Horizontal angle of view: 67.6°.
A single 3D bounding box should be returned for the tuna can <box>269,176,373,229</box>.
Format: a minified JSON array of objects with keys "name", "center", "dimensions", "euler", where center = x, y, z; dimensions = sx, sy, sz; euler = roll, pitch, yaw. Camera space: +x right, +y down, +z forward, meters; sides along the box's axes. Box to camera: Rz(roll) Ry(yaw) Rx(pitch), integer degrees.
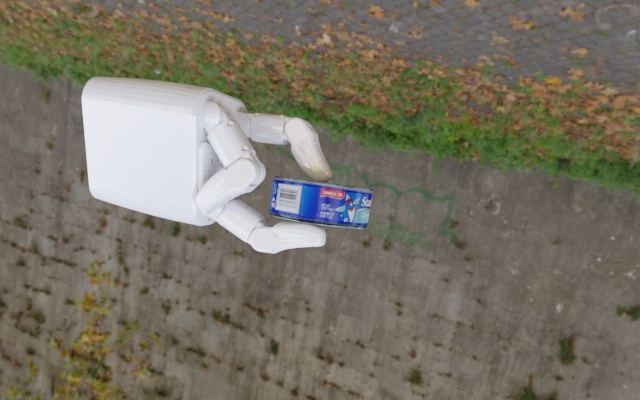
[{"name":"tuna can","center":[0.000,0.002,0.405],"dimensions":[0.086,0.034,0.086],"euler":[8,1,0]}]
